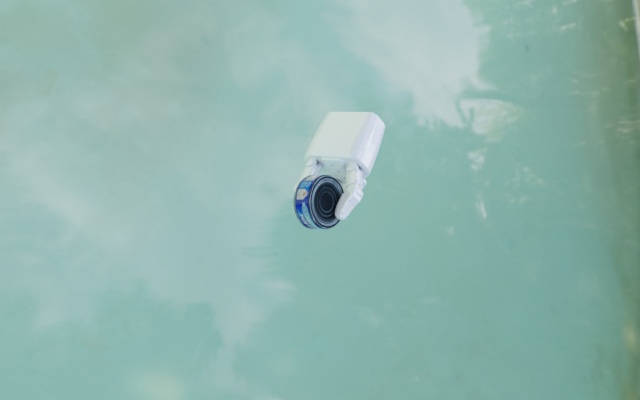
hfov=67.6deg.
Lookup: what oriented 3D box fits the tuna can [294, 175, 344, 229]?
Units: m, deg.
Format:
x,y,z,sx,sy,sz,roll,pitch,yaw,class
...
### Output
x,y,z,sx,sy,sz,roll,pitch,yaw,class
0.001,0.002,0.744,0.034,0.086,0.086,0,0,43,tuna can
